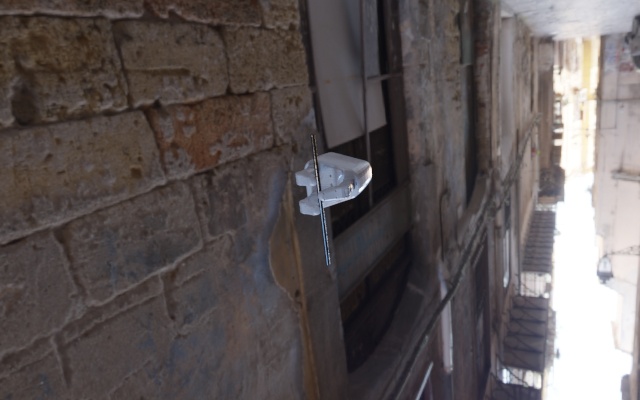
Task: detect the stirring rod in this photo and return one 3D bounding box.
[{"bbox_3d":[0.000,0.003,0.855,0.011,0.239,0.011,-6,15,2],"label":"stirring rod"}]
